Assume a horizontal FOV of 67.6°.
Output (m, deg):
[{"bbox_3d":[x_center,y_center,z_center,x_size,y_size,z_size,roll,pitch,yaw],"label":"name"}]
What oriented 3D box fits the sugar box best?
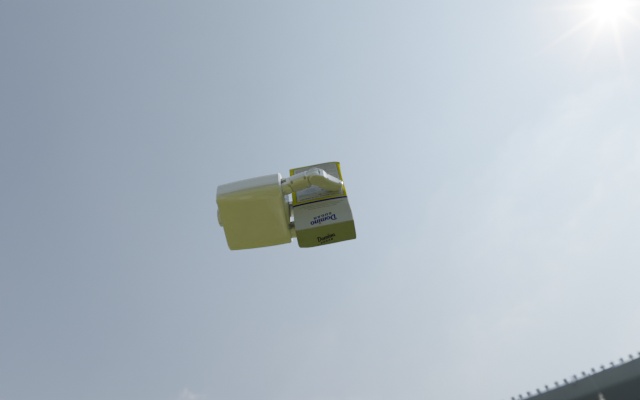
[{"bbox_3d":[0.000,0.003,0.797,0.093,0.048,0.176,-10,39,1],"label":"sugar box"}]
